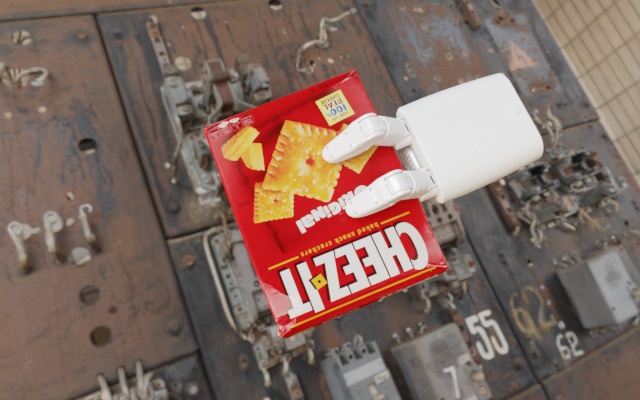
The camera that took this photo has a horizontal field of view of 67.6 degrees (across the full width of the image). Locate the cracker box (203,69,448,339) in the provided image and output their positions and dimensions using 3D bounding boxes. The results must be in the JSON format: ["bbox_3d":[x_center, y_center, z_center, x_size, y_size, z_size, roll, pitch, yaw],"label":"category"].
[{"bbox_3d":[0.000,0.001,0.463,0.164,0.213,0.072,-21,-14,-6],"label":"cracker box"}]
